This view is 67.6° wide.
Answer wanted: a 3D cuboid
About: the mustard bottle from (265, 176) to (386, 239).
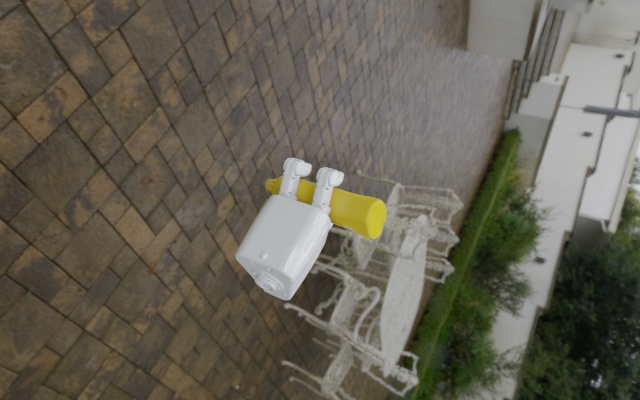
[{"bbox_3d":[0.000,0.002,0.728,0.191,0.058,0.096,18,-7,22],"label":"mustard bottle"}]
